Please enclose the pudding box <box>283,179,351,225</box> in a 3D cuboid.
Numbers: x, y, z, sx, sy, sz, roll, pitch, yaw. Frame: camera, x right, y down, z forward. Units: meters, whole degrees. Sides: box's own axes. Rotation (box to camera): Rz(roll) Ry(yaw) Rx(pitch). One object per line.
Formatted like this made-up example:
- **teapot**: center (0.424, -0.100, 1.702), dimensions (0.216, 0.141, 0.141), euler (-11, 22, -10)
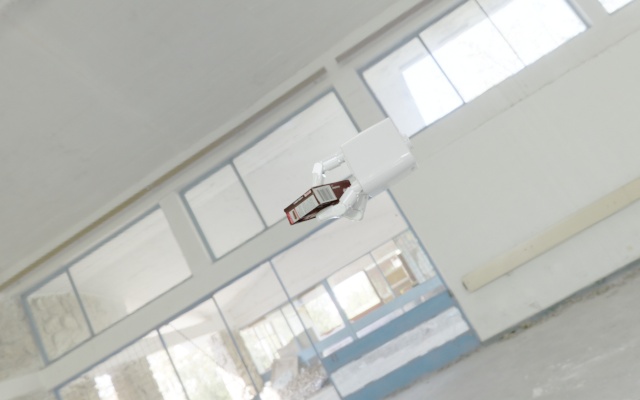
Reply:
- **pudding box**: center (0.000, 0.003, 0.893), dimensions (0.113, 0.039, 0.090), euler (-12, -20, -49)
